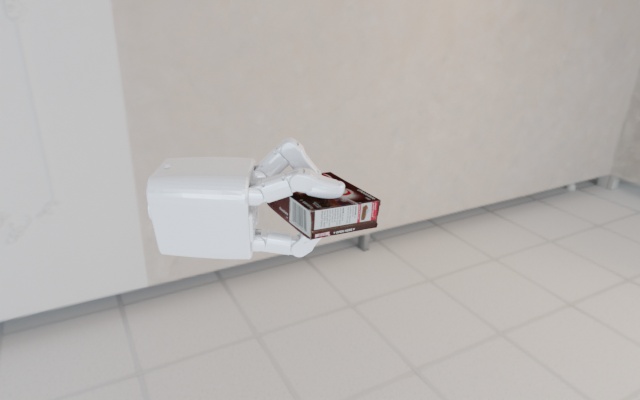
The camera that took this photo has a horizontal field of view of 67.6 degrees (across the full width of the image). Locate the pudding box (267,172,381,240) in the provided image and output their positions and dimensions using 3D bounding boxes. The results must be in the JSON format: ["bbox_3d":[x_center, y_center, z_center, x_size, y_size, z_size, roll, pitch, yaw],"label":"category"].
[{"bbox_3d":[0.000,0.002,0.551,0.090,0.039,0.113,-9,26,-29],"label":"pudding box"}]
